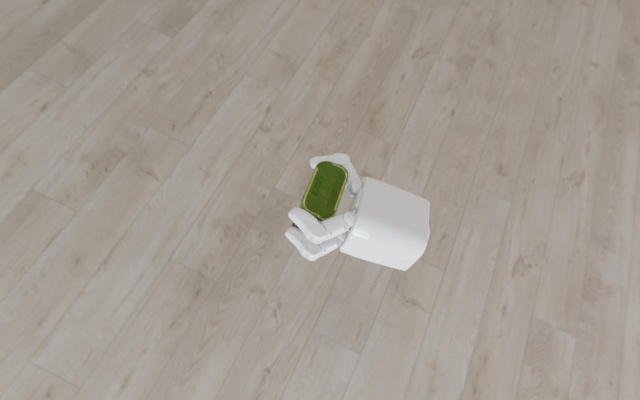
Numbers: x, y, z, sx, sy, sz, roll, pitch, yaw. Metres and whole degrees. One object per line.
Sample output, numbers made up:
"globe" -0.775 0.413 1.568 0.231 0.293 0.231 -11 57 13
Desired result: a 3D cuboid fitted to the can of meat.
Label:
"can of meat" 0.000 0.002 0.713 0.057 0.102 0.084 21 -30 -1
